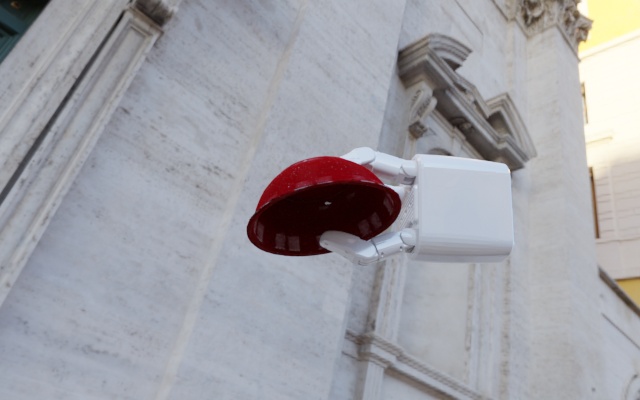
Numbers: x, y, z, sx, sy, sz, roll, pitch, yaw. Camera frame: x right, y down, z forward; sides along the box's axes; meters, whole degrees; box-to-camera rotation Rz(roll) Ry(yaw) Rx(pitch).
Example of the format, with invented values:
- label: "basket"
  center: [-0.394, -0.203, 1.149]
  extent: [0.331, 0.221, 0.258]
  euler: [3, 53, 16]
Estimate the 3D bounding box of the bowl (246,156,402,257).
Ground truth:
- label: "bowl"
  center: [-0.001, 0.001, 0.502]
  extent: [0.162, 0.055, 0.162]
  euler: [-10, -28, -5]
